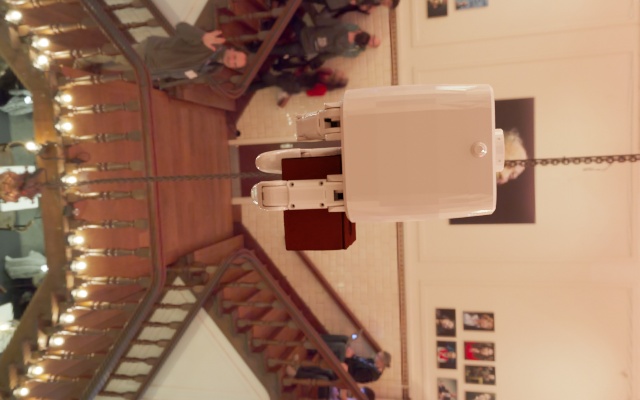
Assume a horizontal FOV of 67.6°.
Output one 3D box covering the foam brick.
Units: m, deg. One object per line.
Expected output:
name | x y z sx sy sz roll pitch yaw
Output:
foam brick | 0.000 0.002 0.402 0.051 0.078 0.053 -2 4 13
